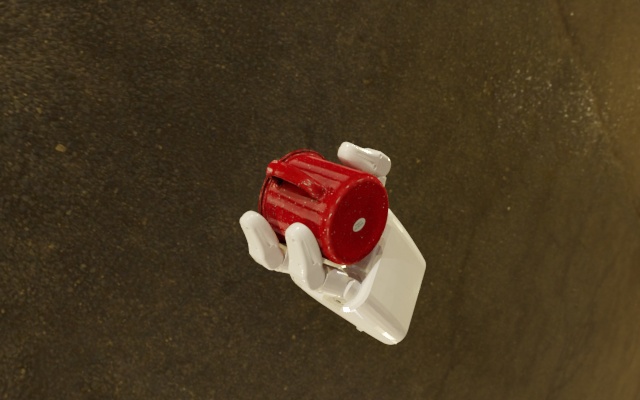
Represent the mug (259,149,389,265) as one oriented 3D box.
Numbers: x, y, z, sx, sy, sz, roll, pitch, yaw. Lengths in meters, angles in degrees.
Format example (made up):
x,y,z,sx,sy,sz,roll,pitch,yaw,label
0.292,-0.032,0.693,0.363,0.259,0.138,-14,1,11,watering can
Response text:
x,y,z,sx,sy,sz,roll,pitch,yaw,label
0.000,0.001,0.417,0.081,0.093,0.117,21,-17,43,mug
